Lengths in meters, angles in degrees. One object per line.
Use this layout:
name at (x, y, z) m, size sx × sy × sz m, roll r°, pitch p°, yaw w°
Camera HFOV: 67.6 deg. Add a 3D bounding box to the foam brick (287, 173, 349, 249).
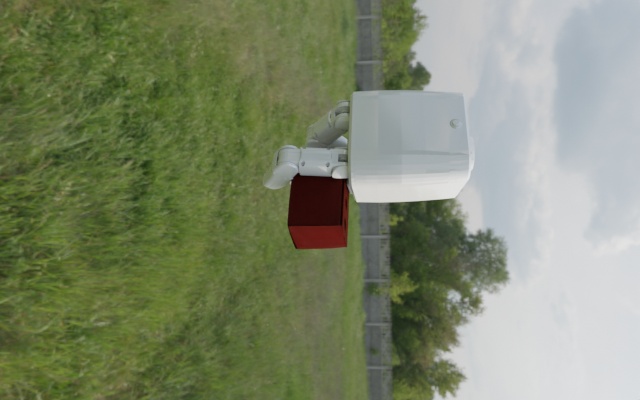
foam brick at (0.000, 0.002, 0.458) m, size 0.051 × 0.078 × 0.053 m, roll 0°, pitch -28°, yaw 7°
